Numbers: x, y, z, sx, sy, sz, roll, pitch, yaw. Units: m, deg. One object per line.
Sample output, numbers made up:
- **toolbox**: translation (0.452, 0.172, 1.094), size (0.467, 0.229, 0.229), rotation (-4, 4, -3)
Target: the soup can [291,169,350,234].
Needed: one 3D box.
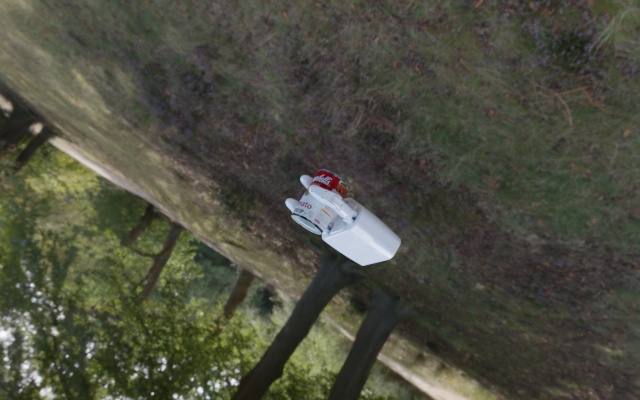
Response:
- **soup can**: translation (0.000, 0.003, 0.880), size (0.068, 0.102, 0.068), rotation (30, -15, 9)
